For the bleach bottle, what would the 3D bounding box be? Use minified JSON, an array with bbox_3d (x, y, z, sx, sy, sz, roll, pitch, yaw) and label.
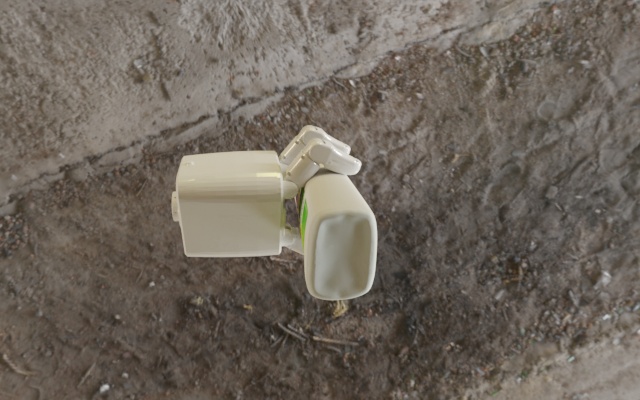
[{"bbox_3d":[0.000,0.002,0.551,0.068,0.103,0.250,-2,23,-10],"label":"bleach bottle"}]
